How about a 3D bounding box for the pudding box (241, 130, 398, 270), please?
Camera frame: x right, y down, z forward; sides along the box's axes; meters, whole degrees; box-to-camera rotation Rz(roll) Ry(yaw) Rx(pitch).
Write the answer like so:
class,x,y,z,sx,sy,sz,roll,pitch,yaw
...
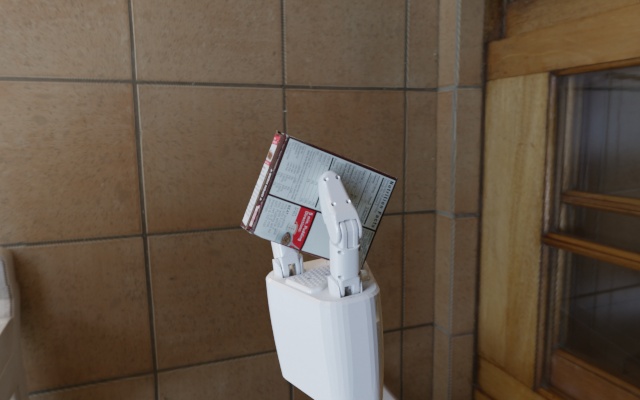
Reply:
class,x,y,z,sx,sy,sz,roll,pitch,yaw
pudding box,0.000,0.001,0.415,0.113,0.090,0.039,20,3,-24
